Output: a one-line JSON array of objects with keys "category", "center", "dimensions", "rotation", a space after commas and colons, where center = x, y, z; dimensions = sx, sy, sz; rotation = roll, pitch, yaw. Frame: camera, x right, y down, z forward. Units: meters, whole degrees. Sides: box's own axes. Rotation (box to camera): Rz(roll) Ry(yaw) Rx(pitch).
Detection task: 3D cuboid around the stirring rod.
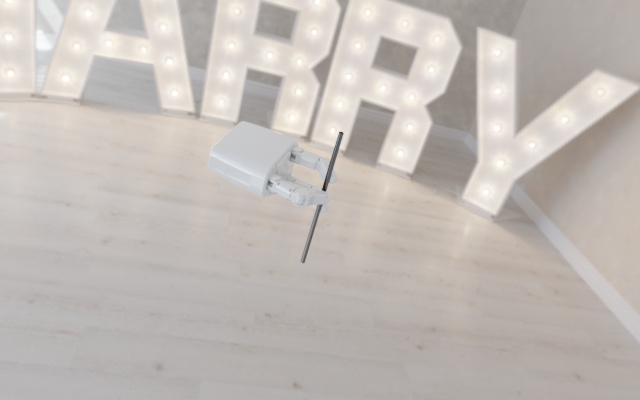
[{"category": "stirring rod", "center": [0.000, 0.003, 0.754], "dimensions": [0.011, 0.240, 0.011], "rotation": [13, 28, -7]}]
